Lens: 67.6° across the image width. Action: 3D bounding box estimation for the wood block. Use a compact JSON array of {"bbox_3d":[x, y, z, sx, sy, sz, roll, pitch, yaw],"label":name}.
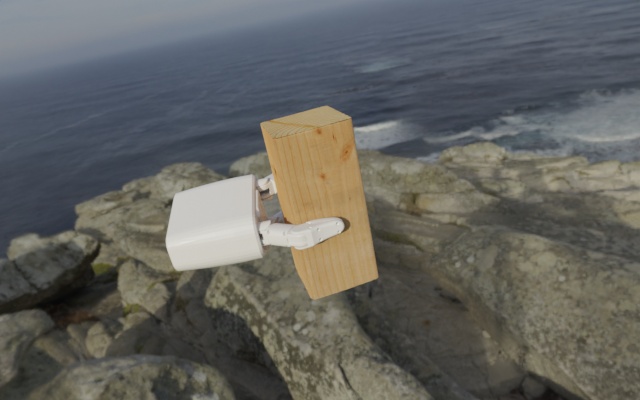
[{"bbox_3d":[0.000,0.002,0.582,0.090,0.206,0.090,-17,23,-11],"label":"wood block"}]
